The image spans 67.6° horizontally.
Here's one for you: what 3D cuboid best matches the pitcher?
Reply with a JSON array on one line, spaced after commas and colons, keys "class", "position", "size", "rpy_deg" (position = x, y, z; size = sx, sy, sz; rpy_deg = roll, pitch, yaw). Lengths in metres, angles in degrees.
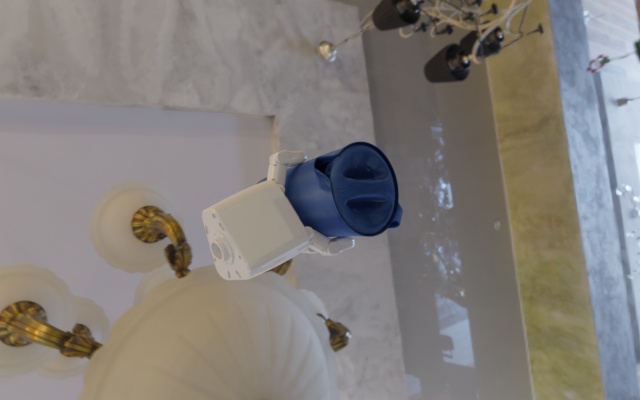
[{"class": "pitcher", "position": [0.000, 0.002, 0.753], "size": [0.145, 0.149, 0.243], "rpy_deg": [-27, 10, -39]}]
